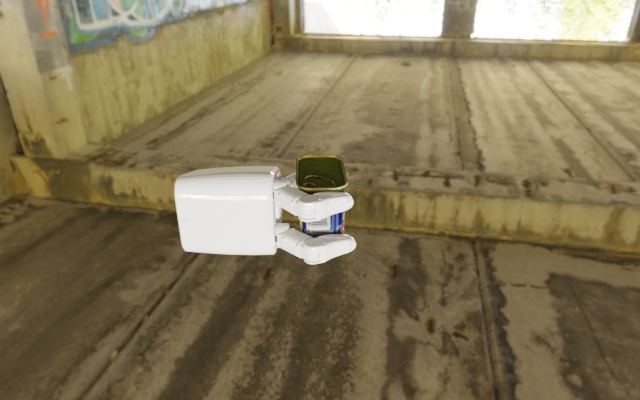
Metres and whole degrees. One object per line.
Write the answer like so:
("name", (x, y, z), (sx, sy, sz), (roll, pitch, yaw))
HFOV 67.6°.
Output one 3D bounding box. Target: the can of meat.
("can of meat", (0.000, 0.002, 0.569), (0.057, 0.084, 0.102), (-1, 26, -2))
